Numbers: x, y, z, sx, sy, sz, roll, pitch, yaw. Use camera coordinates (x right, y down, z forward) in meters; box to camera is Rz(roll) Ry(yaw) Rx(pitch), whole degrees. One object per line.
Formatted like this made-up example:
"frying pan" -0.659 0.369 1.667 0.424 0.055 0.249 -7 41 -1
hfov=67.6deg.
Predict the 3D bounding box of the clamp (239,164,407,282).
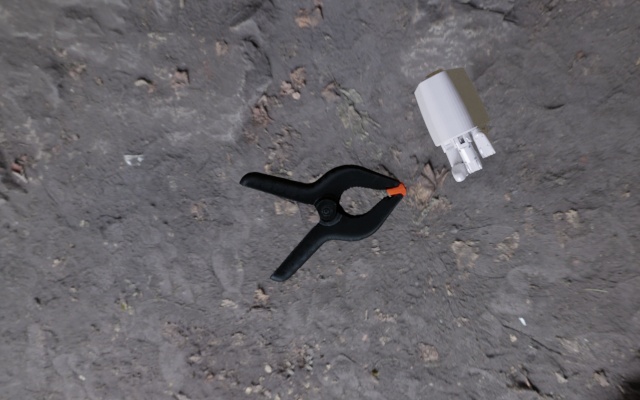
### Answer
"clamp" 0.000 0.002 0.494 0.171 0.120 0.039 -25 9 9
